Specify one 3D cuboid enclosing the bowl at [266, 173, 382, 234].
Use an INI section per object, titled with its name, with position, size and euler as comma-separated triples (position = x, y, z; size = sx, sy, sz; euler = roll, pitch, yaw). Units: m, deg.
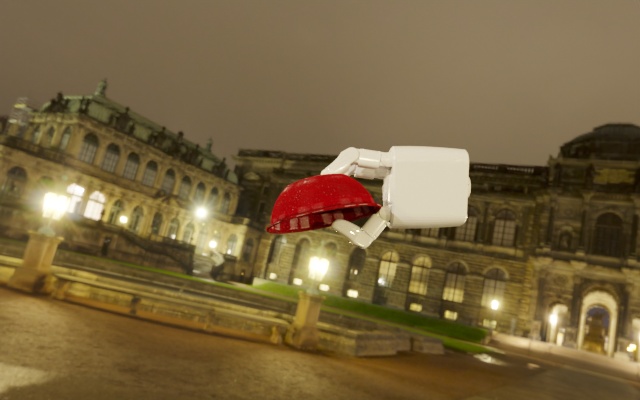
[bowl]
position = -0.001, 0.002, 0.661
size = 0.162, 0.055, 0.162
euler = -12, -10, -2
